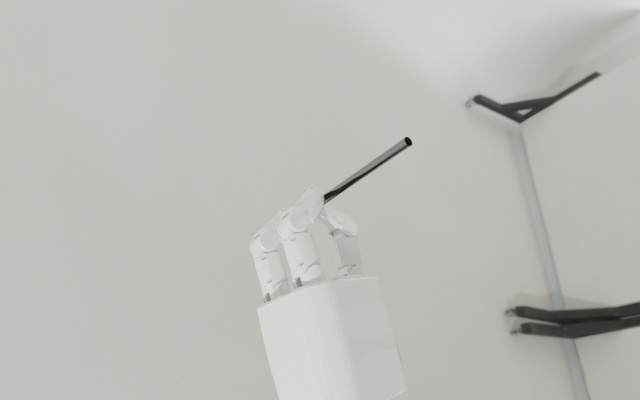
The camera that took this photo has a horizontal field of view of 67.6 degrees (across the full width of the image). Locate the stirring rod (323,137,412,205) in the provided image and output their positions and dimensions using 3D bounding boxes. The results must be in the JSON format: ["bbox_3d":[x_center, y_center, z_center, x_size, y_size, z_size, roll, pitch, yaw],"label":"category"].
[{"bbox_3d":[0.000,0.002,0.450,0.011,0.011,0.240,0,-23,-37],"label":"stirring rod"}]
